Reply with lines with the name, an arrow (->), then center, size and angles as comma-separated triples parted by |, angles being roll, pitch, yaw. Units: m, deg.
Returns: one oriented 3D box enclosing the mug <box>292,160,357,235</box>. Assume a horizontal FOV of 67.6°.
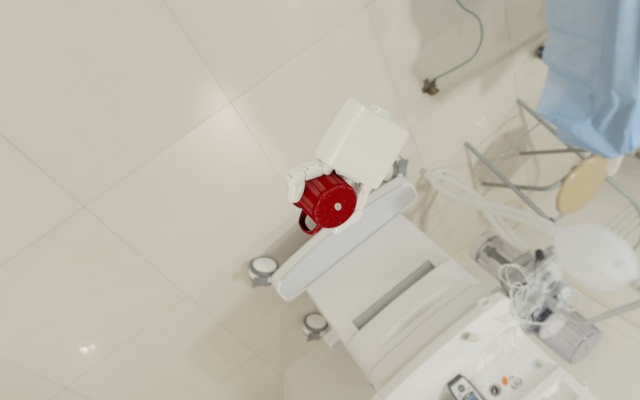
mug -> -0.001, 0.004, 0.777 | 0.093, 0.117, 0.081 | 18, 18, -40
